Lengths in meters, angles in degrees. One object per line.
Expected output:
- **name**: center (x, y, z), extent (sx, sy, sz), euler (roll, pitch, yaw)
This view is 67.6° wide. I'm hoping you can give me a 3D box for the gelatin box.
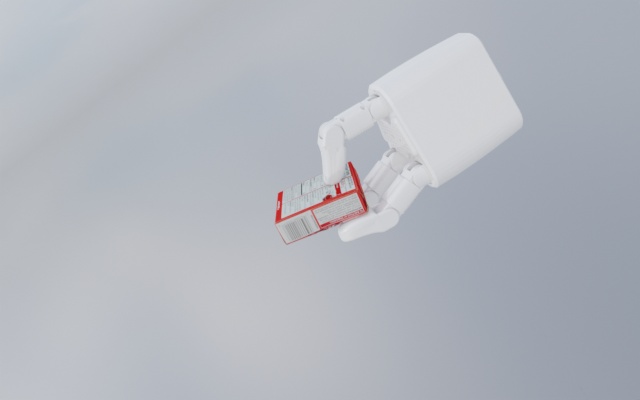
- **gelatin box**: center (0.000, 0.001, 0.481), extent (0.089, 0.030, 0.073), euler (-22, 24, 7)
